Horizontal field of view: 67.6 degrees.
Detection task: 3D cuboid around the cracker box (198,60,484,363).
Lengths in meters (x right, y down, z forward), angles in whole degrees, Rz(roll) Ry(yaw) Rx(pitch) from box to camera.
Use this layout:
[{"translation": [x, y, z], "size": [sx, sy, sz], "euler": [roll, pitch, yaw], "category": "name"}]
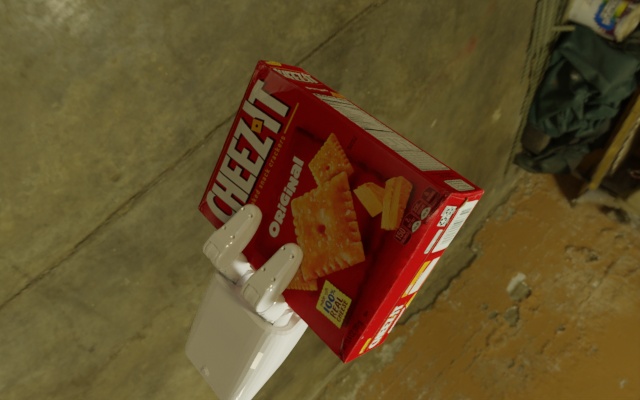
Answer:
[{"translation": [0.000, 0.001, 0.414], "size": [0.213, 0.164, 0.072], "euler": [40, 25, 28], "category": "cracker box"}]
